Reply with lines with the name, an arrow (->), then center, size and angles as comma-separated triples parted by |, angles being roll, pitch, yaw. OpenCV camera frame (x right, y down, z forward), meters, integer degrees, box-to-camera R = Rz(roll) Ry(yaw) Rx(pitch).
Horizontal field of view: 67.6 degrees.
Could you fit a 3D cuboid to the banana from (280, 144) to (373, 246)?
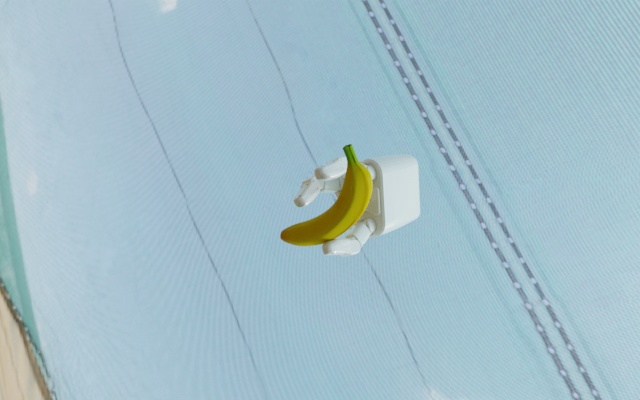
banana -> 0.013, 0.014, 0.621 | 0.037, 0.069, 0.198 | -22, -22, -47
